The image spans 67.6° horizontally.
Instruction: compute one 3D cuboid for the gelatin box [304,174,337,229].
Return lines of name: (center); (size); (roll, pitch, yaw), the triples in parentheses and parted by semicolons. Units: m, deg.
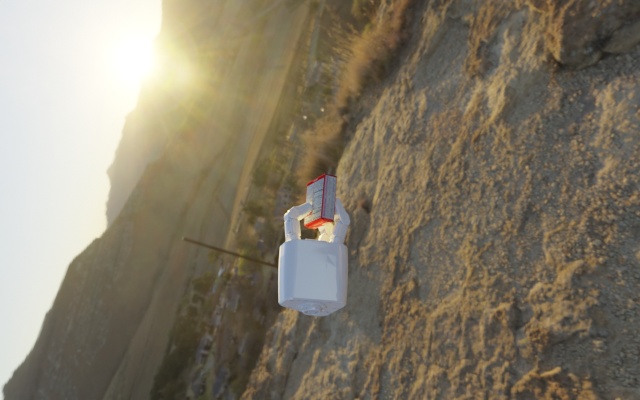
gelatin box: (0.000, 0.002, 0.889); (0.030, 0.089, 0.073); (12, -18, -25)
